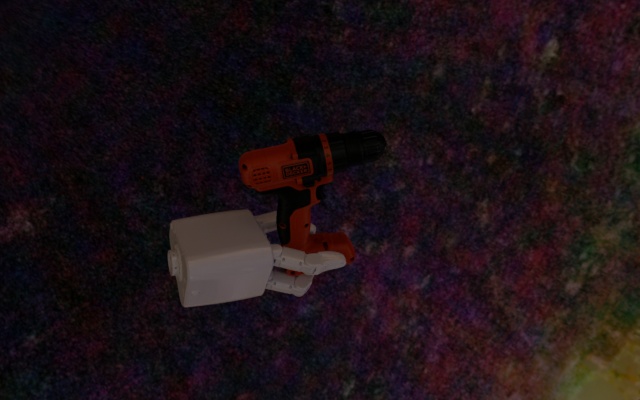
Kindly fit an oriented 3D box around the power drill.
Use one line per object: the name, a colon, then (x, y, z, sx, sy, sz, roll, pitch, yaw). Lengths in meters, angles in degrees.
power drill: (0.000, 0.003, 0.626, 0.184, 0.188, 0.057, -11, 31, -4)
